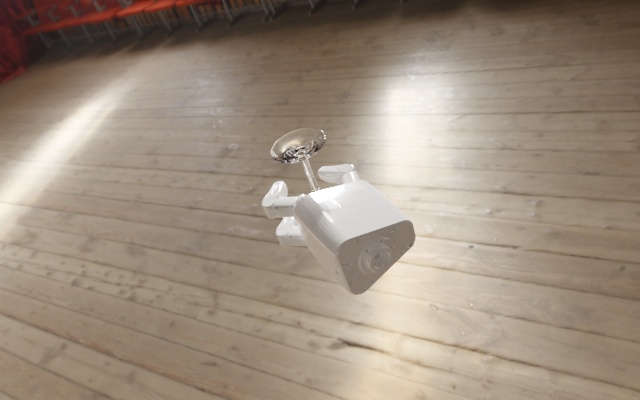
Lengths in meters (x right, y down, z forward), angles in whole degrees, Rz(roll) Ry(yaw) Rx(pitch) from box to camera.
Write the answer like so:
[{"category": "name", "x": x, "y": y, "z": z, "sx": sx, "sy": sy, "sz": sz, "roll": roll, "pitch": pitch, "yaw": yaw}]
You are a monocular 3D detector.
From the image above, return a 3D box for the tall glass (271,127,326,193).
[{"category": "tall glass", "x": 0.000, "y": 0.002, "z": 0.666, "sx": 0.079, "sy": 0.201, "sz": 0.079, "roll": -13, "pitch": 39, "yaw": 11}]
